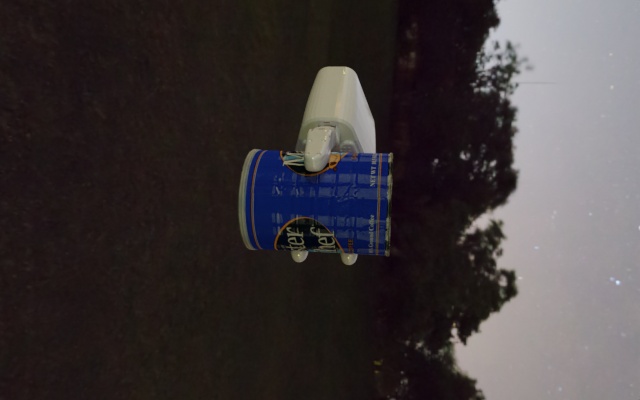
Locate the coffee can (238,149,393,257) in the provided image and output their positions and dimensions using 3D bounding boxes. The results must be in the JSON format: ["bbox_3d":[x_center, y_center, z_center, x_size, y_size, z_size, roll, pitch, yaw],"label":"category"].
[{"bbox_3d":[0.000,0.002,0.479,0.140,0.103,0.103,2,0,8],"label":"coffee can"}]
